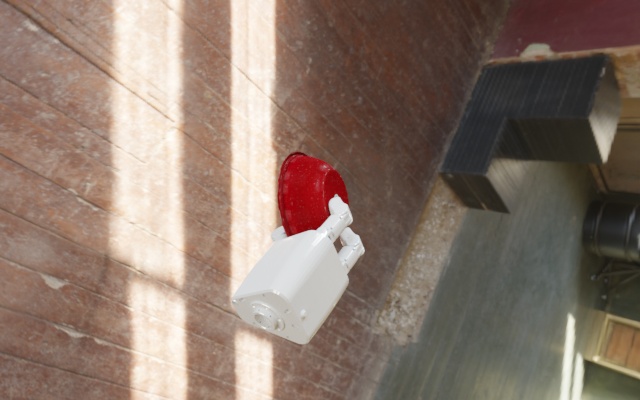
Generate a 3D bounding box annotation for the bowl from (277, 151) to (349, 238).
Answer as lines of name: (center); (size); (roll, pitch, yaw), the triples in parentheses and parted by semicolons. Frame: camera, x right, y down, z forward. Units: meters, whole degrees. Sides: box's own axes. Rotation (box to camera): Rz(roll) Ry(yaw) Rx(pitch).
bowl: (0.001, 0.001, 0.712); (0.055, 0.162, 0.162); (-9, -4, 25)
